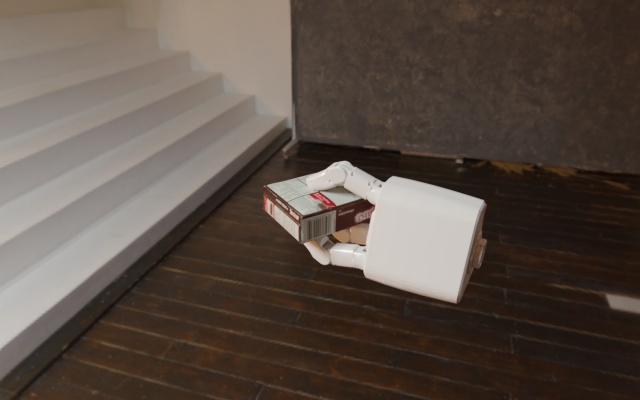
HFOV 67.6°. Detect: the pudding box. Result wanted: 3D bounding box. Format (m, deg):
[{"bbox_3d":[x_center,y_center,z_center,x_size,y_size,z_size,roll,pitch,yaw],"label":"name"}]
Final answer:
[{"bbox_3d":[0.000,0.002,0.579,0.113,0.039,0.090,-15,33,-31],"label":"pudding box"}]
